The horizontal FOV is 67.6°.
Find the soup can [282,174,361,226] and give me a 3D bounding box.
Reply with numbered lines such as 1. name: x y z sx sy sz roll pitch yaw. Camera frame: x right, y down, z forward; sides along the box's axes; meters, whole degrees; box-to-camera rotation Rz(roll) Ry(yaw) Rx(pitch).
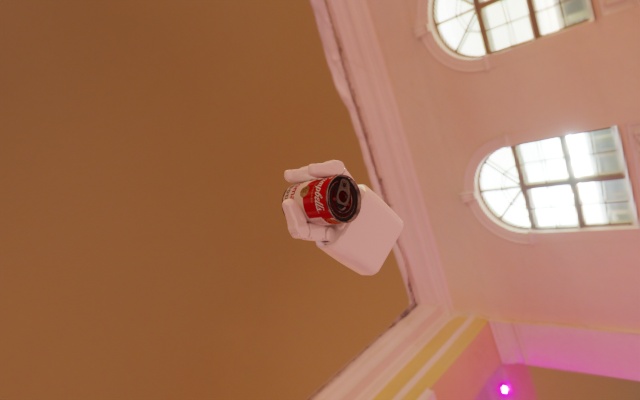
1. soup can: 0.000 0.002 0.697 0.068 0.068 0.102 0 -5 -42
